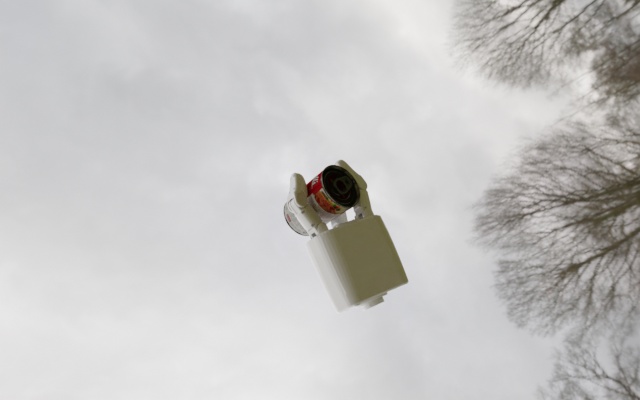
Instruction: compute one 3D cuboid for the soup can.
[{"bbox_3d":[0.000,0.002,0.699,0.068,0.068,0.102,0,-27,-41],"label":"soup can"}]
